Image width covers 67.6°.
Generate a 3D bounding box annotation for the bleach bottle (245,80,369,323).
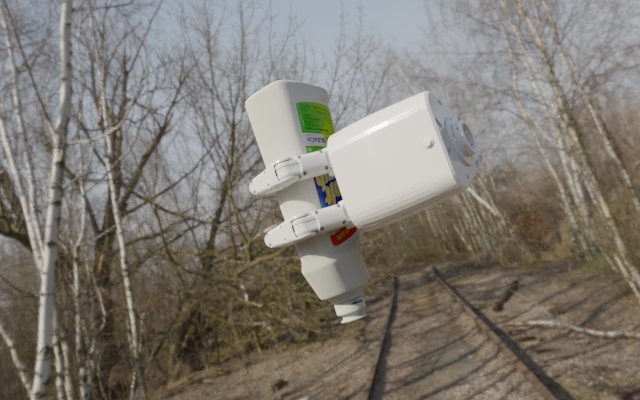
[{"bbox_3d":[0.000,0.002,0.508,0.068,0.251,0.102,-24,-10,32],"label":"bleach bottle"}]
